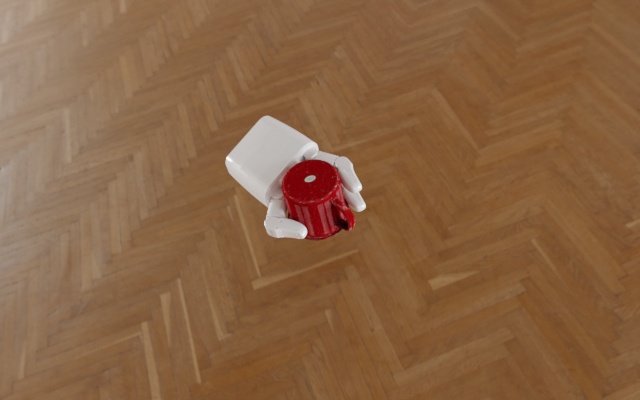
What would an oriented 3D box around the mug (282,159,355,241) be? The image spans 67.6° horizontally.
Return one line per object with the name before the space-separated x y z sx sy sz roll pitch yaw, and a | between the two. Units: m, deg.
mug | 0.001 0.003 0.669 0.117 0.093 0.082 35 -24 30
